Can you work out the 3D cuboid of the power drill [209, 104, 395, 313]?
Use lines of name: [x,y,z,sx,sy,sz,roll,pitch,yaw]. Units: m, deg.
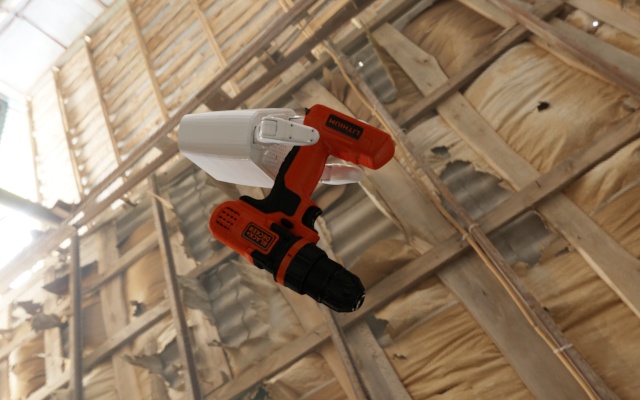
power drill: [0.000,0.001,0.499,0.184,0.187,0.057,29,-16,20]
